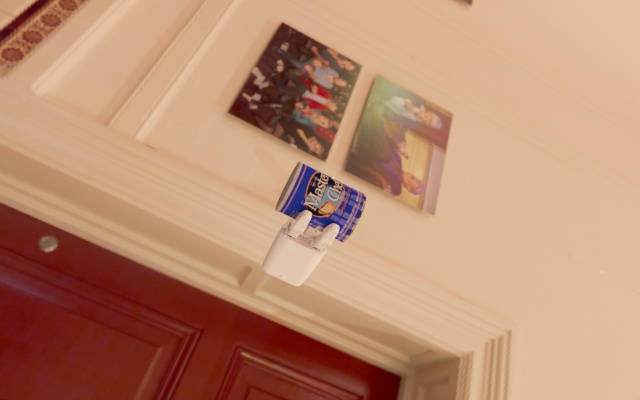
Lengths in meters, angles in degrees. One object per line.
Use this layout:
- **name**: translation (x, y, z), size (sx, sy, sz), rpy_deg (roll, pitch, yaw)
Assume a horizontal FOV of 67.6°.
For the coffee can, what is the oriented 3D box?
- **coffee can**: translation (0.000, 0.003, 0.893), size (0.140, 0.103, 0.103), rpy_deg (26, -4, -9)
